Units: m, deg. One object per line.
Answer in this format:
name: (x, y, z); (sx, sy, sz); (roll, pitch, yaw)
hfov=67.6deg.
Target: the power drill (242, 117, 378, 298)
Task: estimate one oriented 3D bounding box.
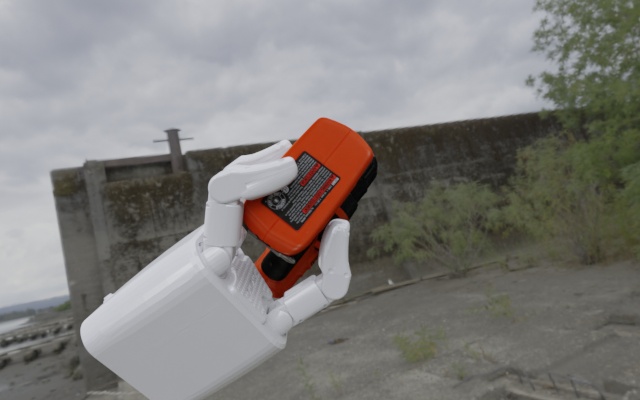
power drill: (0.000, 0.001, 0.430); (0.057, 0.184, 0.188); (35, -14, 10)
